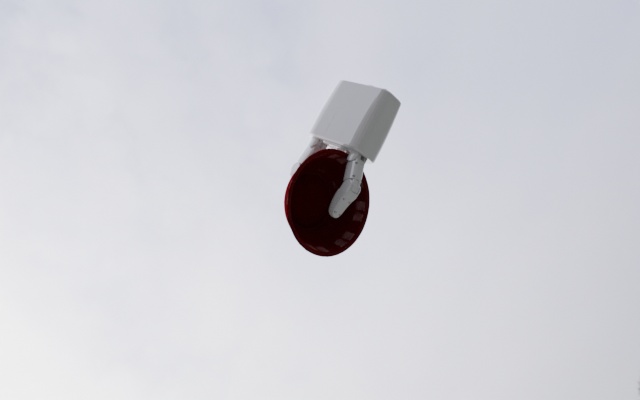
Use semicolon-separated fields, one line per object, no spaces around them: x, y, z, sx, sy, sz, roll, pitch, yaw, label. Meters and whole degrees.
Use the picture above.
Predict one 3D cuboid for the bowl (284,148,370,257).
-0.001;0.003;0.727;0.162;0.162;0.055;0;3;-40;bowl
